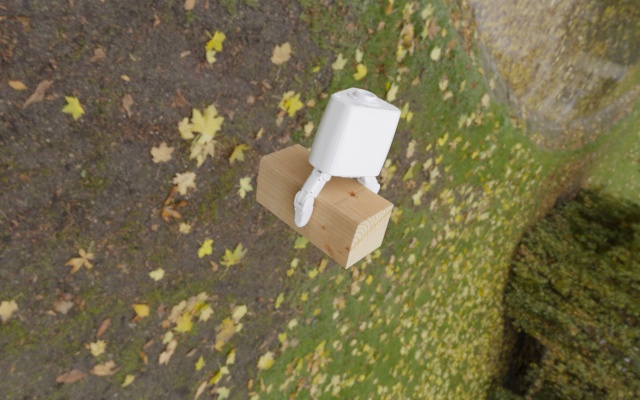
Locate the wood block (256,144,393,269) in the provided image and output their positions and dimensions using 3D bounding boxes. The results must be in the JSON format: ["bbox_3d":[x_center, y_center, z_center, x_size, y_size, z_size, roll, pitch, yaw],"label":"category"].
[{"bbox_3d":[0.000,0.002,0.767,0.206,0.090,0.091,35,41,29],"label":"wood block"}]
